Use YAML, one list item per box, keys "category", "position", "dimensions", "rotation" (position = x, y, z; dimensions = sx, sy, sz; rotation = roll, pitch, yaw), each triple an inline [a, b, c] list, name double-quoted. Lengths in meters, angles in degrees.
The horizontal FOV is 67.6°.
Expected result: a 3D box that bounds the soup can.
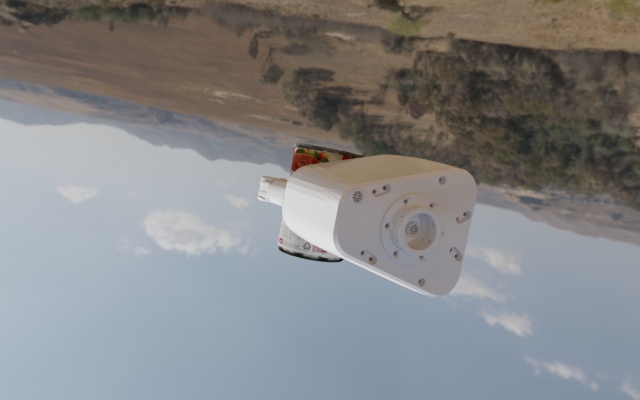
- category: "soup can"
  position: [0.000, 0.002, 0.456]
  dimensions: [0.068, 0.102, 0.068]
  rotation: [10, 4, -1]
